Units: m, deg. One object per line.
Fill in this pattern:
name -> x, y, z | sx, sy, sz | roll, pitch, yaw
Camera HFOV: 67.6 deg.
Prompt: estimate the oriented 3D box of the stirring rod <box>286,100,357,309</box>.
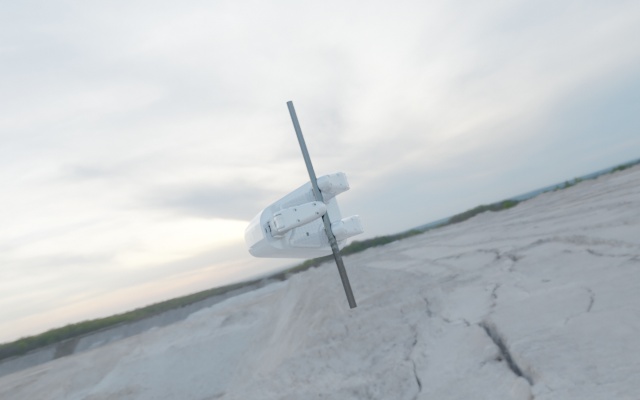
stirring rod -> 0.000, 0.002, 0.529 | 0.011, 0.239, 0.011 | -17, -7, -2
